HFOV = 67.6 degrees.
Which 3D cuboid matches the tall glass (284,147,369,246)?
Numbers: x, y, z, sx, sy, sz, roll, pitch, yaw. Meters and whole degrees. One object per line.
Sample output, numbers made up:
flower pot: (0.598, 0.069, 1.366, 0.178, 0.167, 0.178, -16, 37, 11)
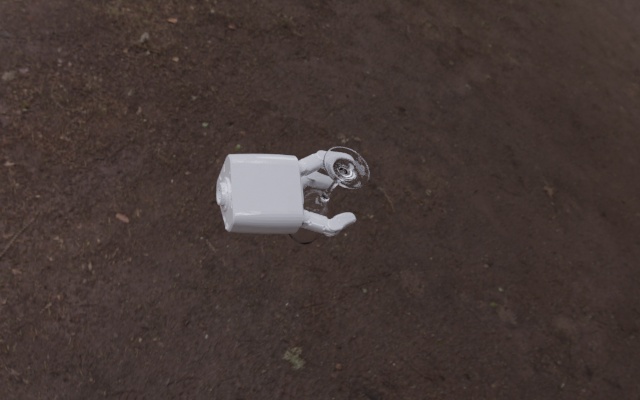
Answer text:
tall glass: (0.001, 0.002, 0.773, 0.079, 0.079, 0.201, 0, -31, -26)
